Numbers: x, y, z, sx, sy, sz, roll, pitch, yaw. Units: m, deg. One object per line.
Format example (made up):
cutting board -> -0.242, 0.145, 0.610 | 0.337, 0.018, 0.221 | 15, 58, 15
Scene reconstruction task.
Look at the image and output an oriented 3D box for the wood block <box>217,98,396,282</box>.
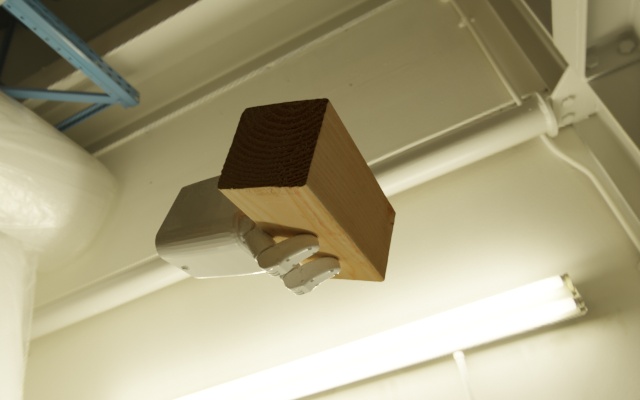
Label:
wood block -> 0.000, 0.001, 0.483 | 0.090, 0.090, 0.206 | -1, -29, 26
